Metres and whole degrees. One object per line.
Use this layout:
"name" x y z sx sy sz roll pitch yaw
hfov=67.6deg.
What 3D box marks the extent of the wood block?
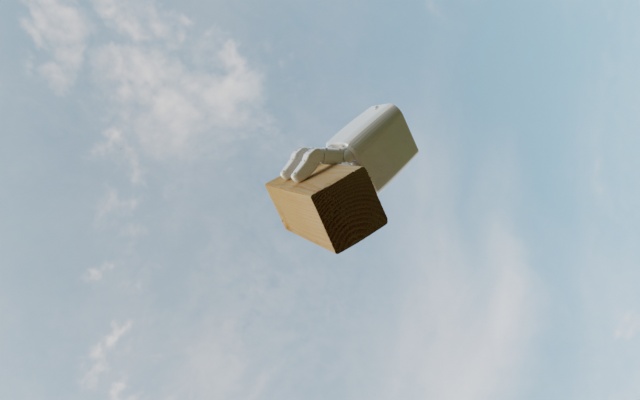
"wood block" 0.001 0.002 0.721 0.090 0.091 0.206 -30 16 -17
